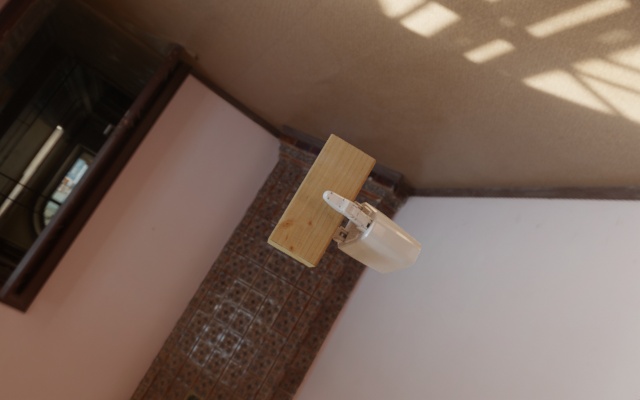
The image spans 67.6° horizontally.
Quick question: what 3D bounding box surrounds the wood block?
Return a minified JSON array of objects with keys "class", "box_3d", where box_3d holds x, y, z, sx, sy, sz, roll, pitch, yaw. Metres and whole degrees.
[{"class":"wood block","box_3d":[0.000,0.003,0.822,0.090,0.206,0.091,31,-11,-3]}]
